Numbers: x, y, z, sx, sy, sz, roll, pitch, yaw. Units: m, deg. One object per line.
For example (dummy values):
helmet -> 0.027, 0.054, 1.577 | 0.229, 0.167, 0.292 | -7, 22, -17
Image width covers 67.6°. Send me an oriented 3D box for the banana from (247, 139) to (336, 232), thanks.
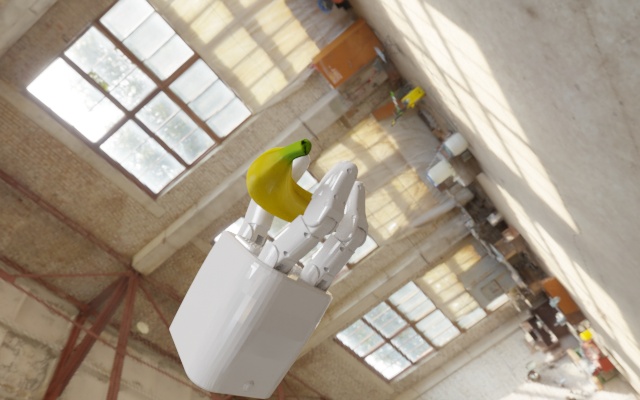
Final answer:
banana -> -0.019, -0.001, 0.427 | 0.069, 0.037, 0.198 | 5, -16, 16
